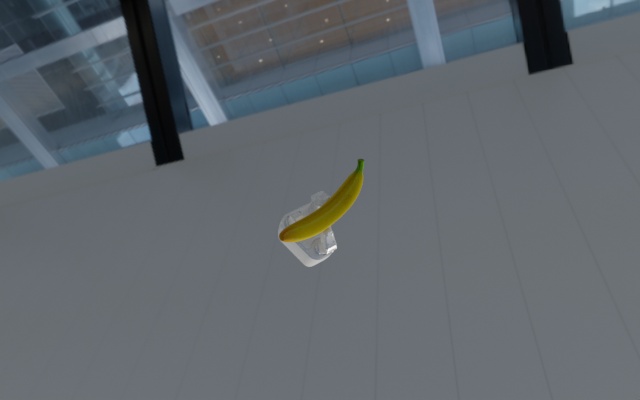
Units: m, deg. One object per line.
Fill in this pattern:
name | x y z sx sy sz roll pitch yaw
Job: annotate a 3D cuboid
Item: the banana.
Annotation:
banana | 0.010 0.013 0.823 0.037 0.197 0.070 29 -21 47
